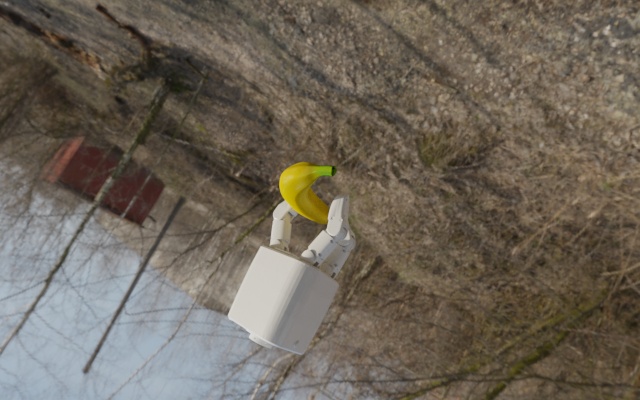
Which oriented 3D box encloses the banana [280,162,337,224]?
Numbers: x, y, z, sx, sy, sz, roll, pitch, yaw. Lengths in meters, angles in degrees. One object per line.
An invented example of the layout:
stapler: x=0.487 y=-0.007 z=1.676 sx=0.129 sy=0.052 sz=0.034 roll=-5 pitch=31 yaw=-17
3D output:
banana: x=-0.017 y=-0.006 z=0.612 sx=0.069 sy=0.037 sz=0.198 roll=23 pitch=-15 yaw=8
